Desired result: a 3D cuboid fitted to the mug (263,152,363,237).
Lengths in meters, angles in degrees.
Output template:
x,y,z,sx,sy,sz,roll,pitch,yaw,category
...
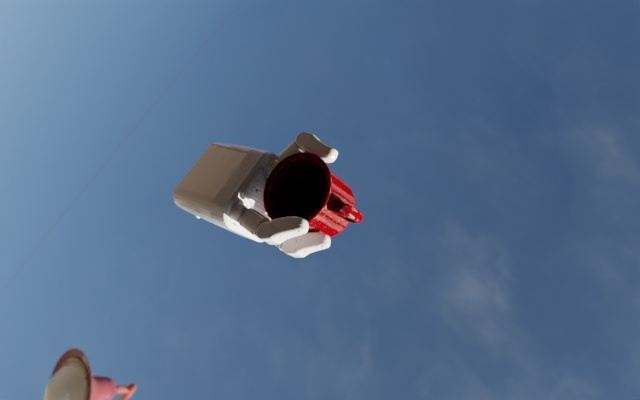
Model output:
x,y,z,sx,sy,sz,roll,pitch,yaw,category
0.001,0.002,0.579,0.117,0.093,0.081,17,-8,34,mug
